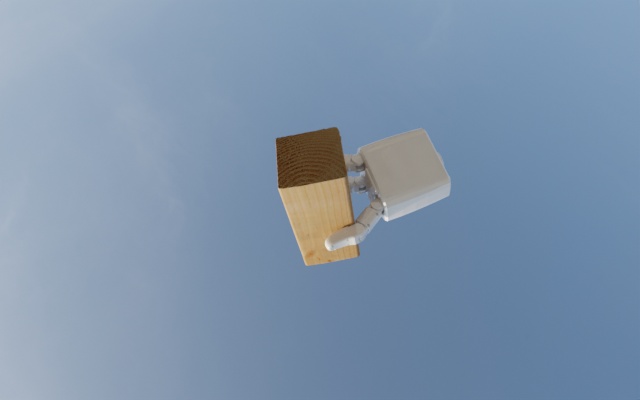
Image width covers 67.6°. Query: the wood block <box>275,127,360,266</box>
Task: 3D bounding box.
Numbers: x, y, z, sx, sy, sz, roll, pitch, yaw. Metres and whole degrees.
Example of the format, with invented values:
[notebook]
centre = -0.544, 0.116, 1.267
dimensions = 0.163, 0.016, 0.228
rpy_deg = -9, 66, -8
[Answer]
[wood block]
centre = 0.001, 0.003, 0.699
dimensions = 0.090, 0.090, 0.206
rpy_deg = -10, -37, 3
